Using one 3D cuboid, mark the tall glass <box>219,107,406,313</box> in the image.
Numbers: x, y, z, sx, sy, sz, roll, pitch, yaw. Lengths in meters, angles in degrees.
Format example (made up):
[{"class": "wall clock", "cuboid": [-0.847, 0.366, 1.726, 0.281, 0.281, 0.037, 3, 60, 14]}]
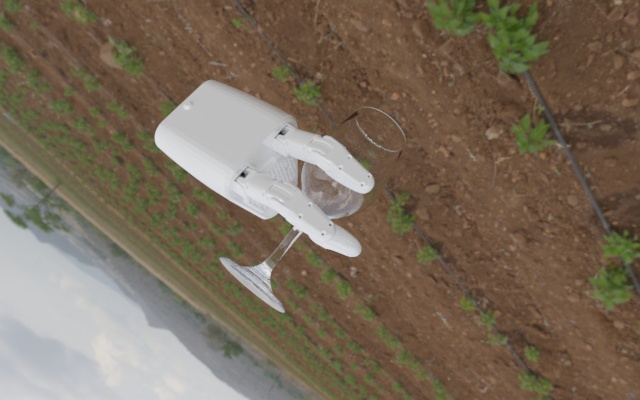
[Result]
[{"class": "tall glass", "cuboid": [0.000, 0.002, 0.447, 0.079, 0.201, 0.079, 35, -19, 14]}]
